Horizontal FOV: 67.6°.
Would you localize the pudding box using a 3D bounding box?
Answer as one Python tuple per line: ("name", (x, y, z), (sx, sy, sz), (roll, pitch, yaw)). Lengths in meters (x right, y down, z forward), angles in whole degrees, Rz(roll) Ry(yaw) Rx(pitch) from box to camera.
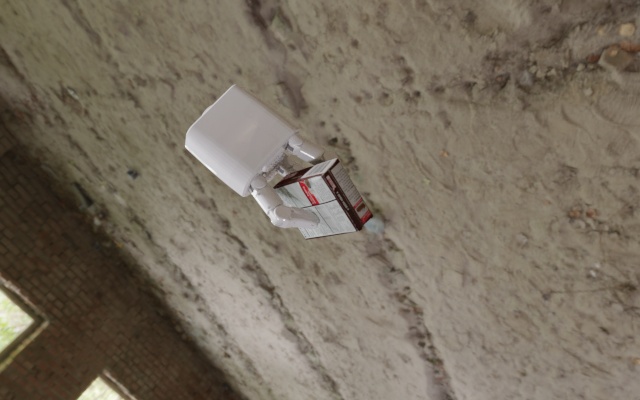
("pudding box", (0.000, 0.002, 0.619), (0.113, 0.090, 0.039), (-12, 27, 51))
